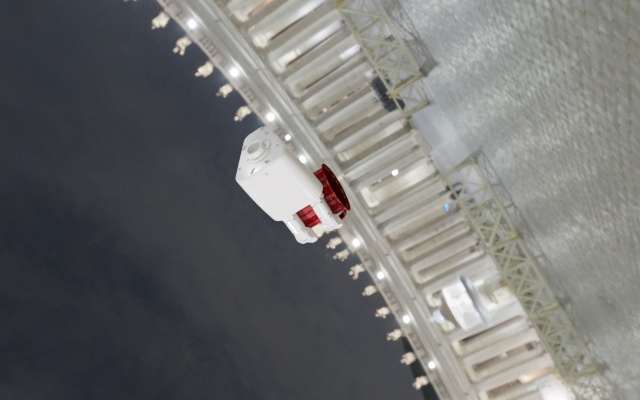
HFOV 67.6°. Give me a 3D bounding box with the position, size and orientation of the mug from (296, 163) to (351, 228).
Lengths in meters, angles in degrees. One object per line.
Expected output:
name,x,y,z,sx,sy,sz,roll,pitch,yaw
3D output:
mug,0.001,0.004,0.837,0.081,0.093,0.117,-30,-48,13
